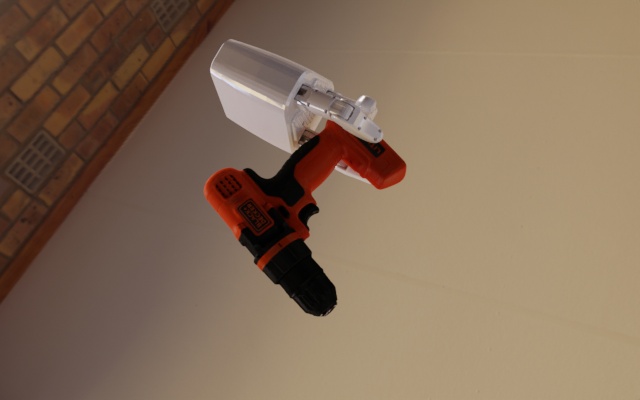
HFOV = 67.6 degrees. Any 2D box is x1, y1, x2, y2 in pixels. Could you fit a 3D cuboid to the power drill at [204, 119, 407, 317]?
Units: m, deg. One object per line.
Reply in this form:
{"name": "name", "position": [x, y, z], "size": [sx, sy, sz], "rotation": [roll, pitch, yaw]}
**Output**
{"name": "power drill", "position": [0.000, 0.001, 0.504], "size": [0.187, 0.184, 0.057], "rotation": [-38, -11, -19]}
